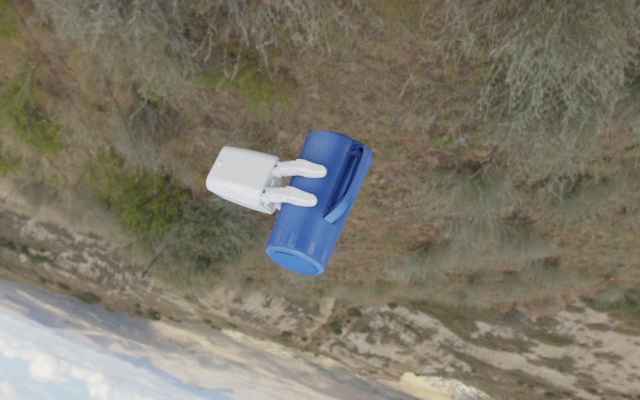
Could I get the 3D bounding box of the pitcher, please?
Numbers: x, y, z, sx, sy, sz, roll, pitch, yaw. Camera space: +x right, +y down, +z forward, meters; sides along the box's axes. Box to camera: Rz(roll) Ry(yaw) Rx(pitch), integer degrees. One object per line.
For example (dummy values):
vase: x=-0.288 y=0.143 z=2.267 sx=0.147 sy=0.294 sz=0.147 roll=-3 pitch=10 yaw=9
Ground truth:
pitcher: x=0.000 y=0.003 z=0.853 sx=0.145 sy=0.242 sz=0.149 roll=15 pitch=-24 yaw=14
